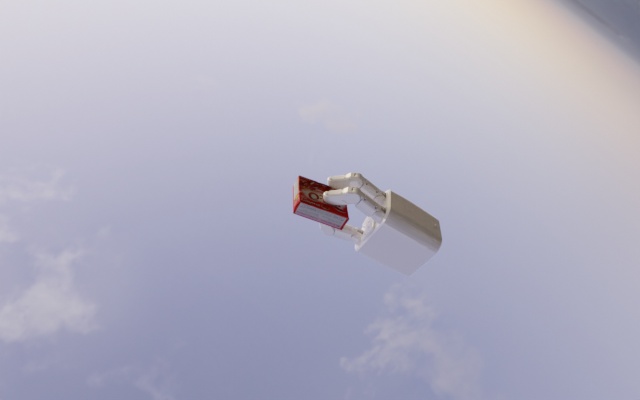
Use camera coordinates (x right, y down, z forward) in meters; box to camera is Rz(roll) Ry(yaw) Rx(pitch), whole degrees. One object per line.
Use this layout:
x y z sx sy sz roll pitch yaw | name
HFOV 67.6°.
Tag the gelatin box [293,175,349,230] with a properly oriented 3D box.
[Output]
0.000 0.003 0.775 0.089 0.030 0.073 19 34 -17 | gelatin box
